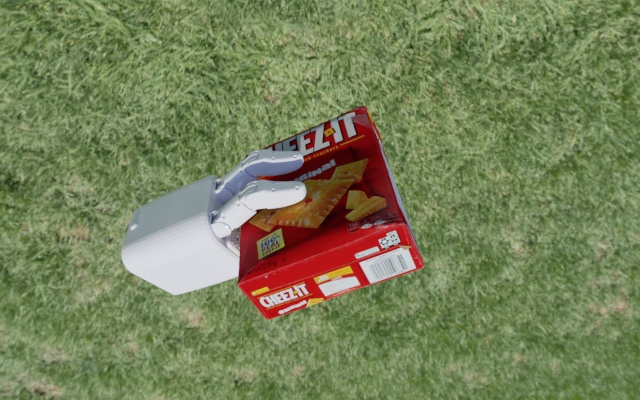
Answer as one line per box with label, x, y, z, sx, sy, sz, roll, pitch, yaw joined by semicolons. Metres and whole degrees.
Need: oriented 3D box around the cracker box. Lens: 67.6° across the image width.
cracker box;0.000;0.002;0.513;0.164;0.072;0.213;-21;39;11
